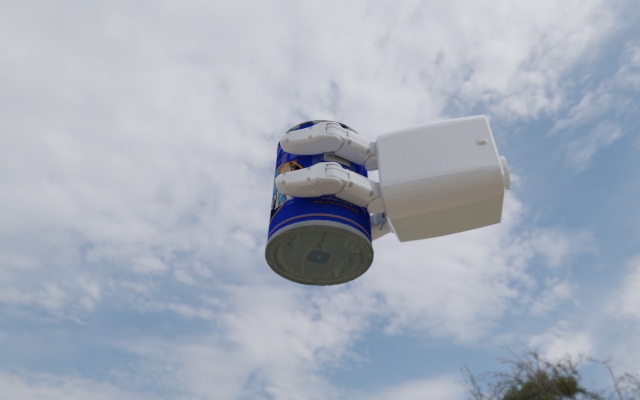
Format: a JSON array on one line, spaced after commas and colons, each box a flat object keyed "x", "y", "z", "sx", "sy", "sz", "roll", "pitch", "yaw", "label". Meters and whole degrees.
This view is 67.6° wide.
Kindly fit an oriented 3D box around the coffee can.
[{"x": 0.000, "y": 0.002, "z": 0.492, "sx": 0.103, "sy": 0.140, "sz": 0.103, "roll": 1, "pitch": -40, "yaw": 1, "label": "coffee can"}]
